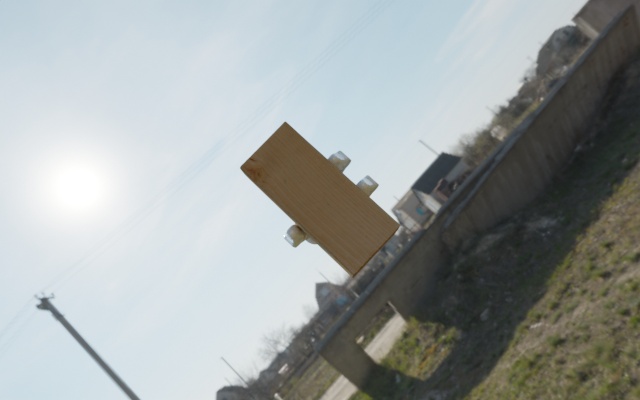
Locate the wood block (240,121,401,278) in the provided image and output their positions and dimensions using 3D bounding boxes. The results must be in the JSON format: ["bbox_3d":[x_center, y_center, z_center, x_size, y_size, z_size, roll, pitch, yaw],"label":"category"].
[{"bbox_3d":[0.000,0.002,0.657,0.206,0.091,0.090,43,-6,10],"label":"wood block"}]
